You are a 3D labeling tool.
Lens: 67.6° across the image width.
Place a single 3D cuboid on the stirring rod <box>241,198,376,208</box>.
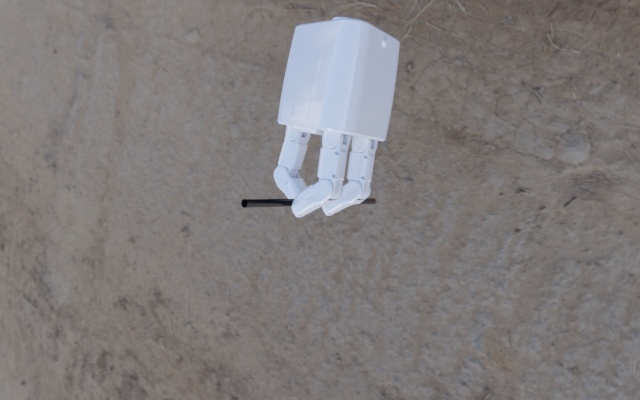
[{"bbox_3d":[0.000,0.002,0.536,0.011,0.011,0.239,0,0,36],"label":"stirring rod"}]
